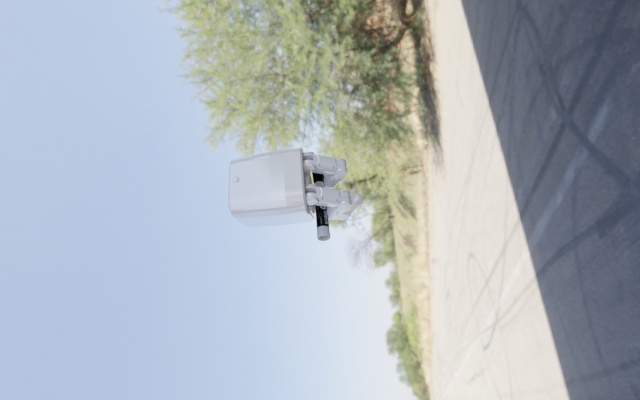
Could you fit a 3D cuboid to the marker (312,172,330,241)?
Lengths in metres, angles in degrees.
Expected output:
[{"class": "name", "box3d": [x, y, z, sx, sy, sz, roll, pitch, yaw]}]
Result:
[{"class": "marker", "box3d": [0.000, 0.002, 0.704, 0.020, 0.121, 0.020, -4, -32, -2]}]
